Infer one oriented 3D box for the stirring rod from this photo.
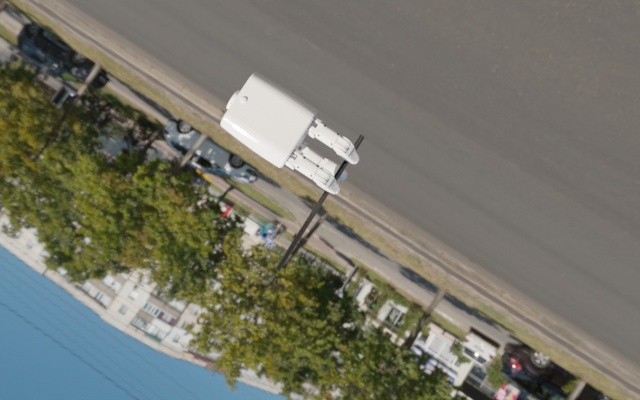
[{"bbox_3d":[0.000,0.002,0.723,0.011,0.239,0.011,32,-5,3],"label":"stirring rod"}]
